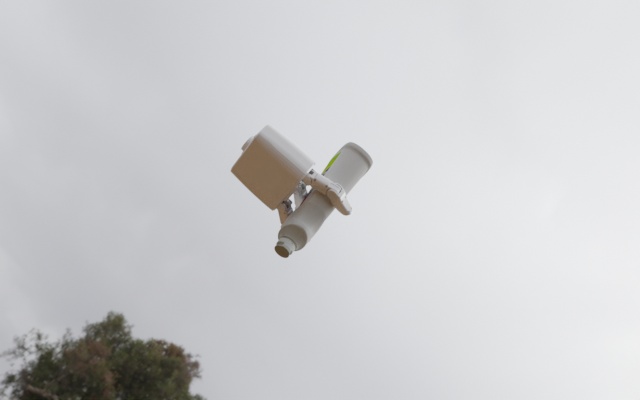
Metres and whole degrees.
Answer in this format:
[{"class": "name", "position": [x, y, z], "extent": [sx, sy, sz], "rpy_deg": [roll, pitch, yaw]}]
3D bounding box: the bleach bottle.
[{"class": "bleach bottle", "position": [0.000, 0.003, 0.841], "extent": [0.250, 0.068, 0.103], "rpy_deg": [-52, 5, -40]}]
